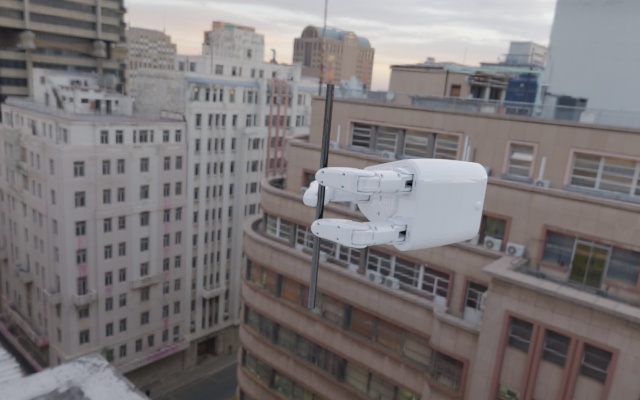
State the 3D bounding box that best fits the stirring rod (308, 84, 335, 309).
[{"bbox_3d":[0.000,0.002,0.500,0.011,0.239,0.011,5,13,-1],"label":"stirring rod"}]
